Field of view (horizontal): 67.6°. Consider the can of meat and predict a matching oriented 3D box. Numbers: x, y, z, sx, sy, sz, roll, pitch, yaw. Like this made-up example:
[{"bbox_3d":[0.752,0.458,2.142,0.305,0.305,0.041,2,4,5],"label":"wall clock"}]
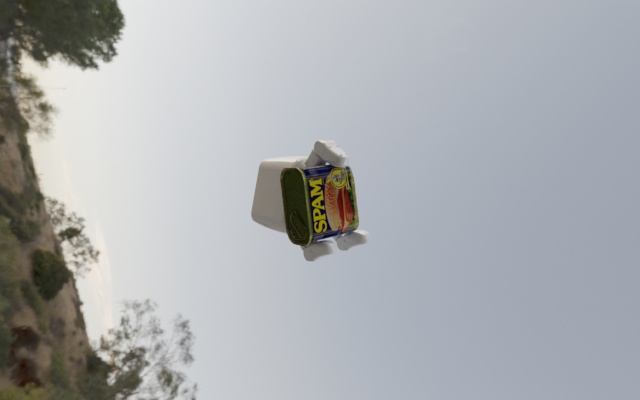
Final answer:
[{"bbox_3d":[0.000,0.002,0.635,0.084,0.102,0.057,-11,7,-35],"label":"can of meat"}]
